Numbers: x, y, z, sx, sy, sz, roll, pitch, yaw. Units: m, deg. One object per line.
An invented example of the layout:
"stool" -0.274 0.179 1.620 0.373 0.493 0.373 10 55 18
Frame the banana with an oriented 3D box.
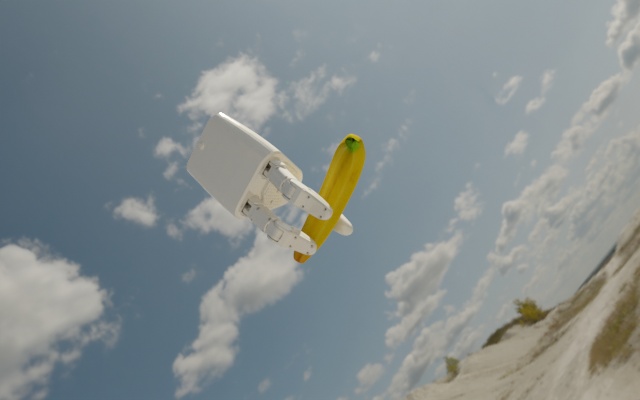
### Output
"banana" 0.012 -0.007 0.571 0.037 0.198 0.069 37 40 19
